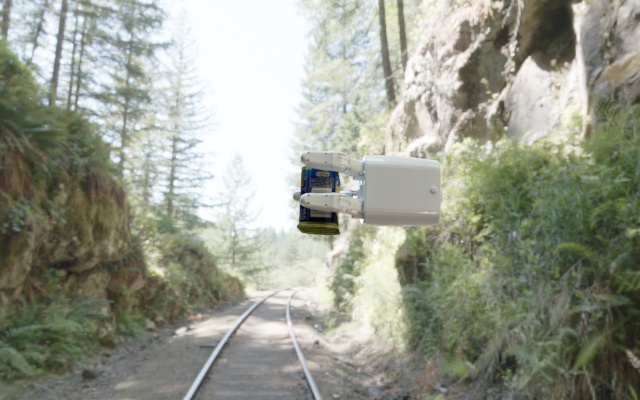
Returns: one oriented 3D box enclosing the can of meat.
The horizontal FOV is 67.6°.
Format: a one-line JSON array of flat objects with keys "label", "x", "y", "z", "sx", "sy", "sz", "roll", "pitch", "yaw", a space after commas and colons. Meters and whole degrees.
[{"label": "can of meat", "x": 0.000, "y": 0.002, "z": 0.674, "sx": 0.057, "sy": 0.084, "sz": 0.102, "roll": 2, "pitch": -10, "yaw": 4}]
